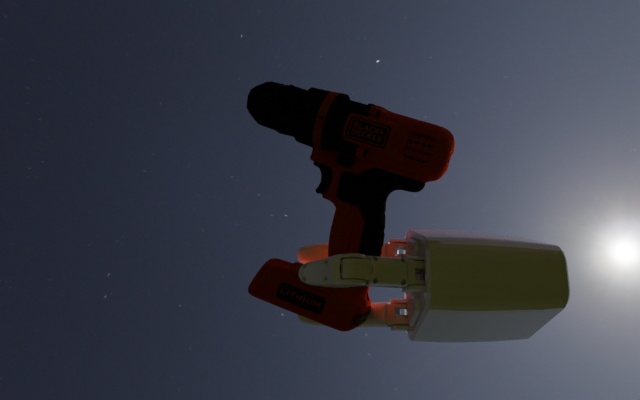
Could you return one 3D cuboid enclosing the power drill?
[{"bbox_3d":[0.000,0.002,0.411,0.184,0.187,0.057,19,7,17],"label":"power drill"}]
